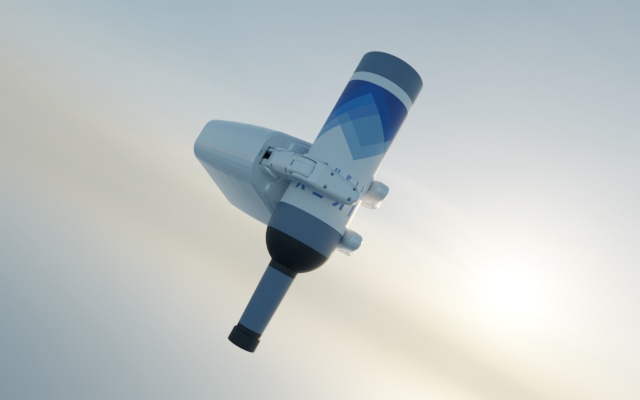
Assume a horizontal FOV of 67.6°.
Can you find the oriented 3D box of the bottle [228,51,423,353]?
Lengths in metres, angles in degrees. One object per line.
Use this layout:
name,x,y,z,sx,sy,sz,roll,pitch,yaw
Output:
bottle,0.000,0.001,0.445,0.069,0.295,0.069,28,-9,5
